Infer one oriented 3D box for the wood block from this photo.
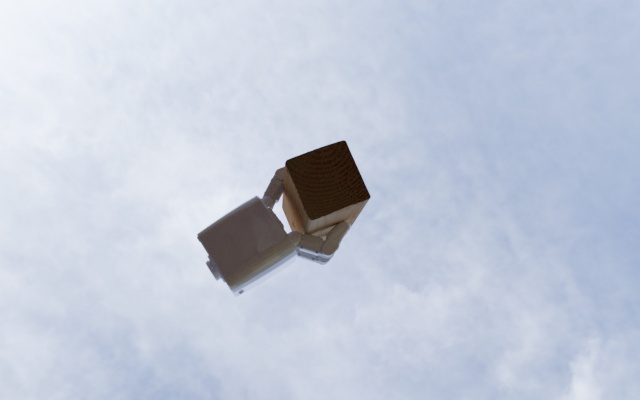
[{"bbox_3d":[0.000,0.002,0.716,0.090,0.090,0.206,-21,-14,-12],"label":"wood block"}]
